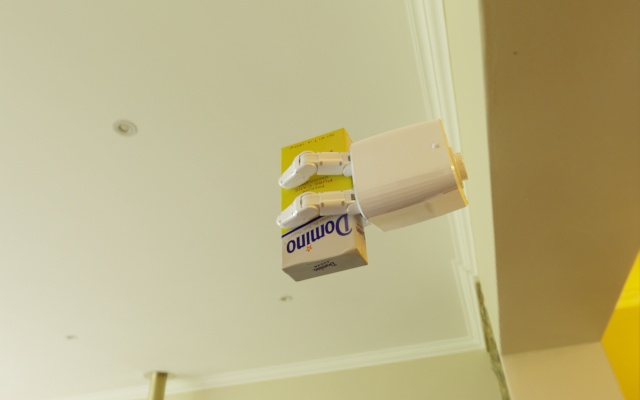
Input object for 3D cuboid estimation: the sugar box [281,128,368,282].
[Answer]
[{"bbox_3d":[0.000,0.001,0.575,0.093,0.176,0.048,-17,-38,18],"label":"sugar box"}]
